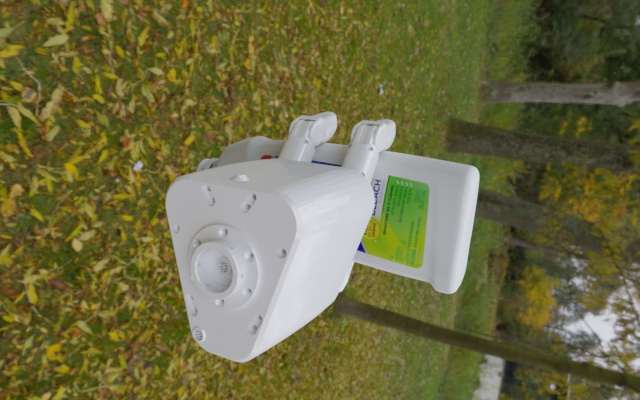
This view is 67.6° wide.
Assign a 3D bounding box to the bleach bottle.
[{"bbox_3d":[0.000,0.001,0.415,0.251,0.102,0.068,10,10,24],"label":"bleach bottle"}]
